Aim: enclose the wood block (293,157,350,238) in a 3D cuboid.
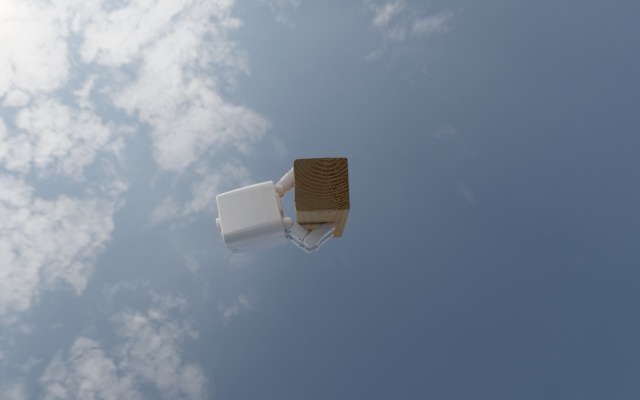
[{"bbox_3d":[0.000,0.003,0.859,0.090,0.090,0.206,-2,-16,-2],"label":"wood block"}]
